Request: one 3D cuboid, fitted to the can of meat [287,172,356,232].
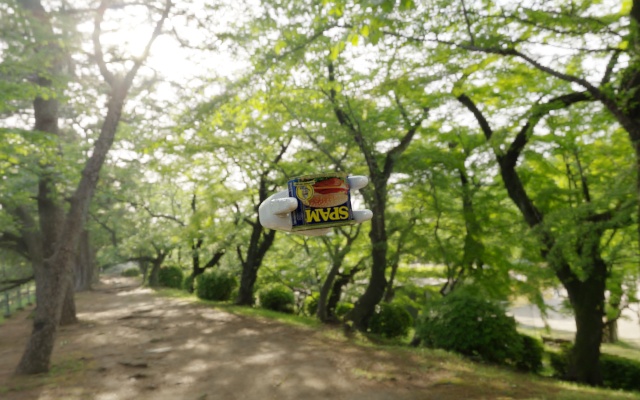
[{"bbox_3d":[0.000,0.002,0.755,0.102,0.084,0.057,-5,-5,-17],"label":"can of meat"}]
